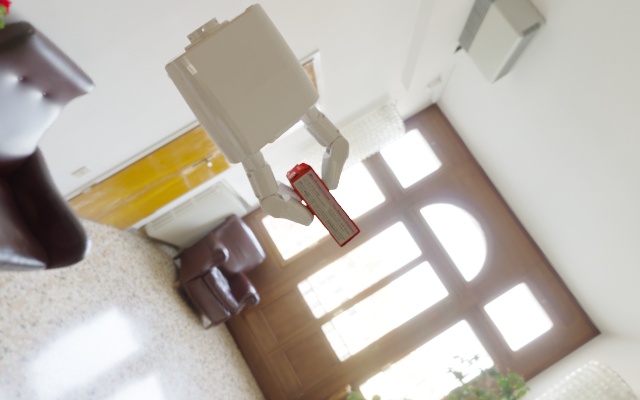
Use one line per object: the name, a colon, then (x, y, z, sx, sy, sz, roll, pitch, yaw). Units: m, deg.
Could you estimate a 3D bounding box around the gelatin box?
gelatin box: (0.001, 0.002, 0.512, 0.030, 0.089, 0.073, -39, 11, 0)
